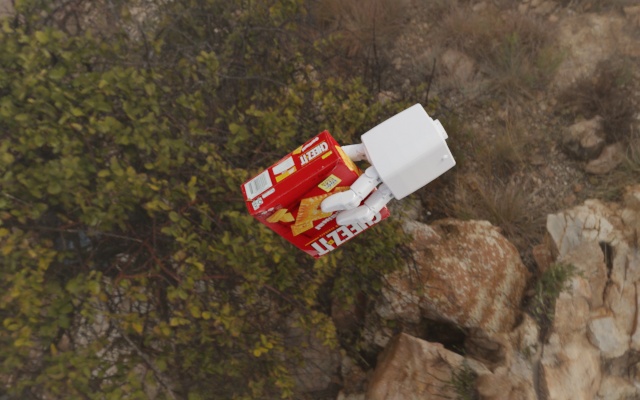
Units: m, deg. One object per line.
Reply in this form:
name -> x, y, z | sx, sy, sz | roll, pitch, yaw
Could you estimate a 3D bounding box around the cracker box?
cracker box -> 0.000, 0.002, 0.789 | 0.164, 0.072, 0.214 | -32, -37, 12
